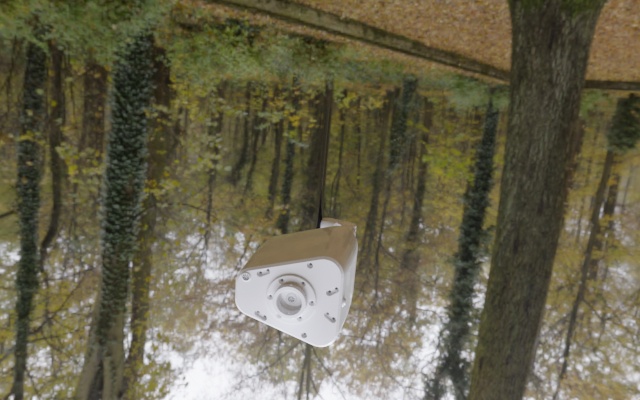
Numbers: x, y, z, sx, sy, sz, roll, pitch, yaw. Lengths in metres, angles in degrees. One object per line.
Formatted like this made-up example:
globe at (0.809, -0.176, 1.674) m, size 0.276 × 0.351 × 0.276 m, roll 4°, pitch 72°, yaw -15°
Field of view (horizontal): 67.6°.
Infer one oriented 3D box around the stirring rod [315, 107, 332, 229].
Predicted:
stirring rod at (0.000, 0.002, 0.613) m, size 0.011 × 0.239 × 0.011 m, roll 5°, pitch 12°, yaw -1°
